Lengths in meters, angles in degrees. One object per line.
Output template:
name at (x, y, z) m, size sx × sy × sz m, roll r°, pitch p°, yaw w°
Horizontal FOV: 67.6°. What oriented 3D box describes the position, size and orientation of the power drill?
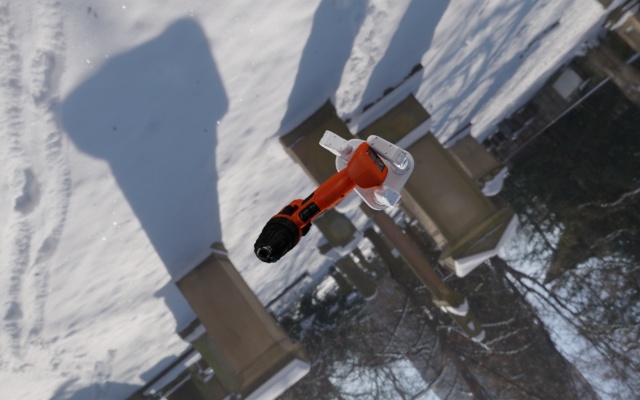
power drill at (0.001, 0.002, 0.655) m, size 0.188 × 0.057 × 0.184 m, roll -36°, pitch 7°, yaw 20°
